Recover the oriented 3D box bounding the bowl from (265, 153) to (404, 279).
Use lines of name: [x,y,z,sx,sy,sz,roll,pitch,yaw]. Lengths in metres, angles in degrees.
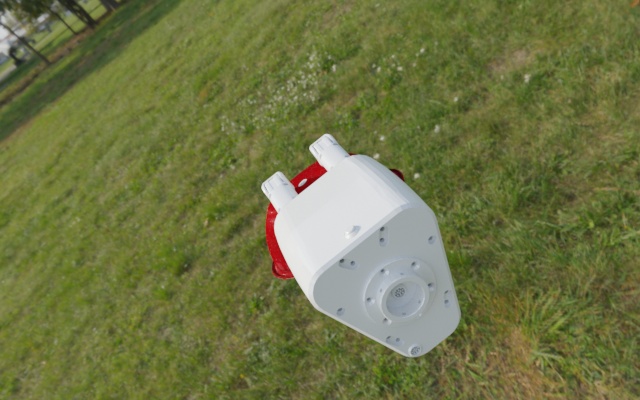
bowl: [-0.001,0.001,0.472,0.162,0.055,0.162,-36,15,11]
